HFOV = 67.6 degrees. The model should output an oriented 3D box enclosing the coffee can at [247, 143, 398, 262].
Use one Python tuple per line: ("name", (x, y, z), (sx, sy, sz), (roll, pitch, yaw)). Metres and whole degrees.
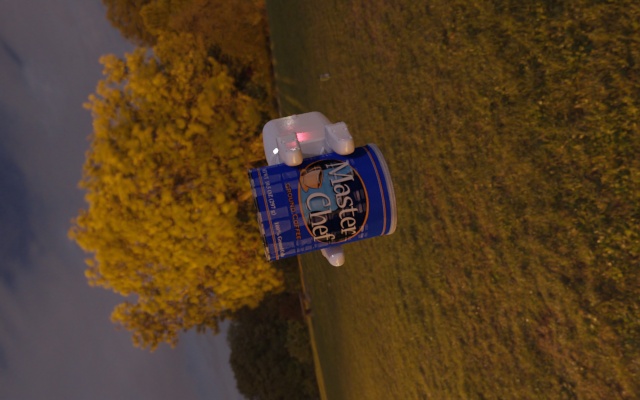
("coffee can", (0.000, 0.002, 0.520), (0.140, 0.103, 0.103), (-12, 1, -7))
